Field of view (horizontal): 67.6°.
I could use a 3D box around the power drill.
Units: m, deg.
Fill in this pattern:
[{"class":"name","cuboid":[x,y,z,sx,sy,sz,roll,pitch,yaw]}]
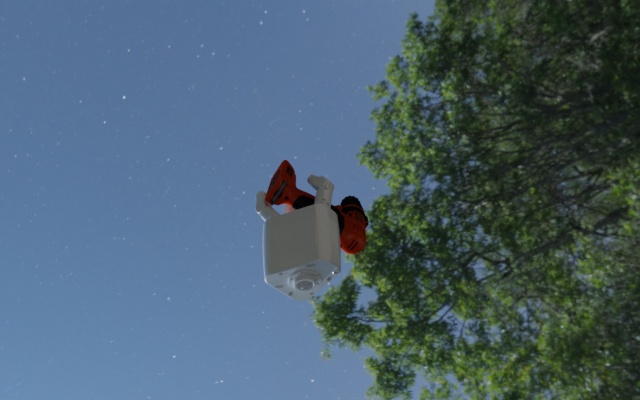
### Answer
[{"class":"power drill","cuboid":[0.000,0.003,0.848,0.188,0.057,0.184,30,19,-10]}]
